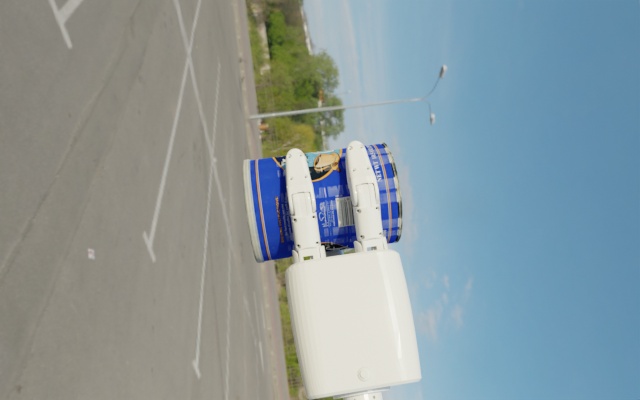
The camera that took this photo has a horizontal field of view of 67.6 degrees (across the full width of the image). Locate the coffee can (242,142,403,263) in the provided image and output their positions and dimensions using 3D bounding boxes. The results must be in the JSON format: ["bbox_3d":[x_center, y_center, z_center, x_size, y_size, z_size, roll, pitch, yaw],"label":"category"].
[{"bbox_3d":[0.000,0.001,0.476,0.140,0.103,0.103,-8,0,-4],"label":"coffee can"}]
